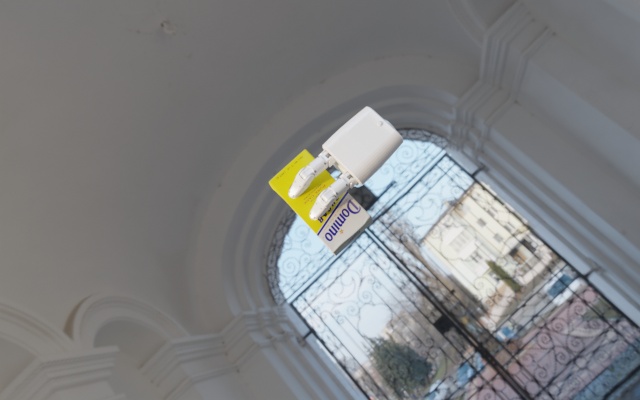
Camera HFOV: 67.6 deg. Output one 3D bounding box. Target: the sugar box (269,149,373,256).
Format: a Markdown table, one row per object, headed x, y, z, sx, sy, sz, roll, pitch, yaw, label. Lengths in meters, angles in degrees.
| x | y | z | sx | sy | sz | roll | pitch | yaw | label |
| --- | --- | --- | --- | --- | --- | --- | --- | --- | --- |
| 0.000 | 0.002 | 0.846 | 0.176 | 0.093 | 0.048 | 46 | -4 | 19 | sugar box |
